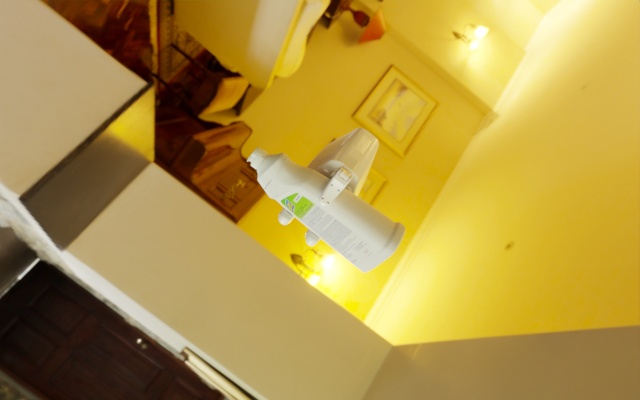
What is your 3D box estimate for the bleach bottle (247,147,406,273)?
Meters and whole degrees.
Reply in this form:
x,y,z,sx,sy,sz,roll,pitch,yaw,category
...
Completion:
x,y,z,sx,sy,sz,roll,pitch,yaw,category
0.000,0.002,0.723,0.251,0.068,0.103,38,-41,-4,bleach bottle
